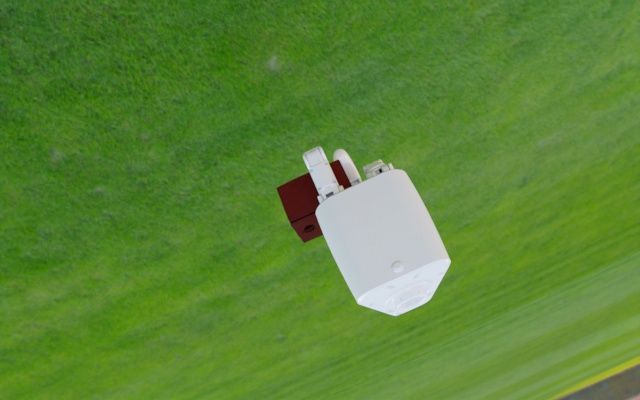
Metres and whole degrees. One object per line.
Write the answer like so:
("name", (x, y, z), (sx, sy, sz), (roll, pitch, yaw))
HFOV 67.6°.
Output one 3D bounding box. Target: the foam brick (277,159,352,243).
("foam brick", (0.000, 0.002, 0.524), (0.078, 0.051, 0.053), (-25, -31, 2))
